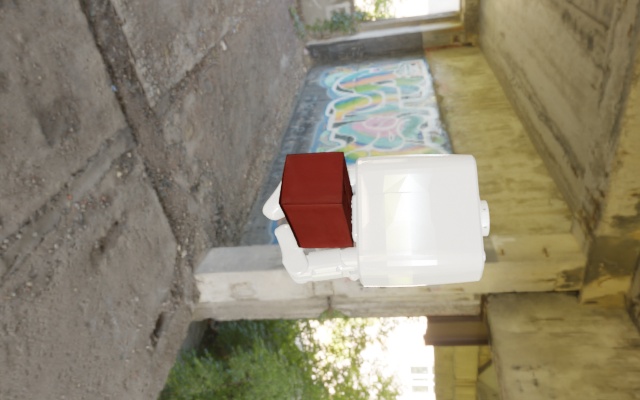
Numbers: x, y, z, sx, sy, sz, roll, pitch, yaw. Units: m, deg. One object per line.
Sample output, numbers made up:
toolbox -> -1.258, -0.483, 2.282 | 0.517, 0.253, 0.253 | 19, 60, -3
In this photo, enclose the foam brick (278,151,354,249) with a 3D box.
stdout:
foam brick -> 0.000, 0.001, 0.414 | 0.051, 0.053, 0.078 | -2, -33, 11
